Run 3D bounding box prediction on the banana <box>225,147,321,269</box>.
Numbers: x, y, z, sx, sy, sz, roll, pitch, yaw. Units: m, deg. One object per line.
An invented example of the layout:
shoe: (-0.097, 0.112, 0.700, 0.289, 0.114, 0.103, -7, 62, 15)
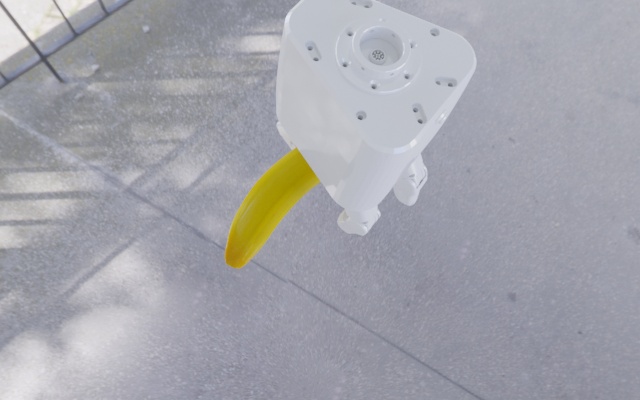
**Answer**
banana: (-0.006, -0.016, 0.417, 0.198, 0.069, 0.037, -28, -4, -15)
